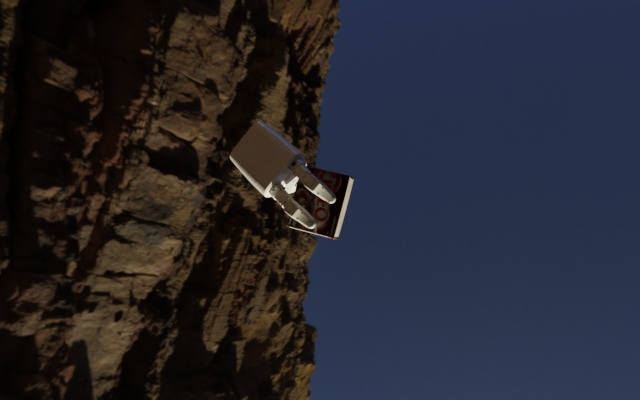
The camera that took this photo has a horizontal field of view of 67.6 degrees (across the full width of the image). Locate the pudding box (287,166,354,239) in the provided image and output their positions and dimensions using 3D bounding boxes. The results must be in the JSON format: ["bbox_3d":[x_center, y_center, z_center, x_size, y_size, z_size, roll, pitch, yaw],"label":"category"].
[{"bbox_3d":[0.000,0.003,0.829,0.090,0.113,0.039,13,0,19],"label":"pudding box"}]
